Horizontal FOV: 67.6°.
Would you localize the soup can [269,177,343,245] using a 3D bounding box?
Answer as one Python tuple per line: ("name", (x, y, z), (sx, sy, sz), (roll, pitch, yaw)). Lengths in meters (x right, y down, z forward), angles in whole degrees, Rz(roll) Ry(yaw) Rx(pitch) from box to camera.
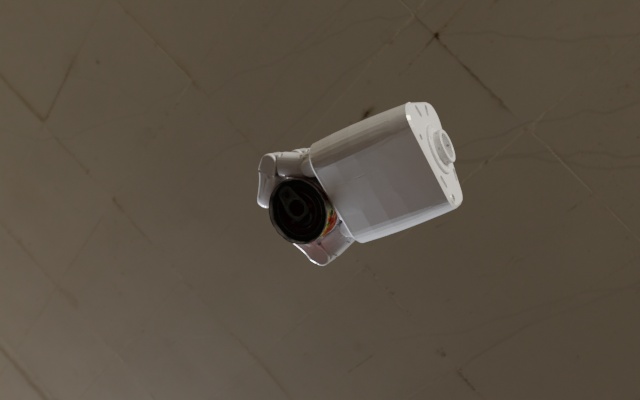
("soup can", (0.000, 0.002, 0.517), (0.068, 0.068, 0.102), (0, 11, 29))
